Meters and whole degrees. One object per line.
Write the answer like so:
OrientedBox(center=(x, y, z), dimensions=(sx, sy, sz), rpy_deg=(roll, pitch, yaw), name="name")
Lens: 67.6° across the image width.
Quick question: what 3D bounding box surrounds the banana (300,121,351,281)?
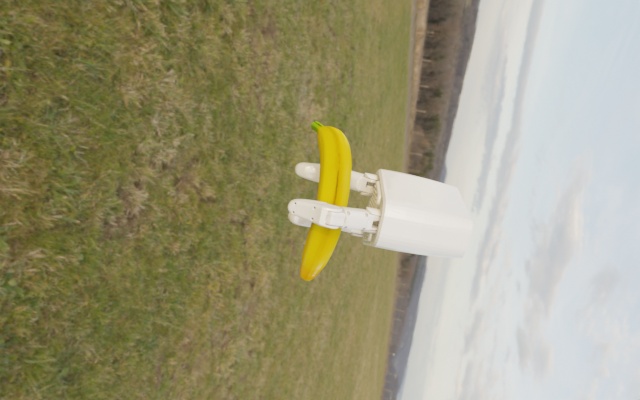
OrientedBox(center=(0.008, -0.004, 0.561), dimensions=(0.037, 0.197, 0.069), rpy_deg=(10, -10, -22), name="banana")
